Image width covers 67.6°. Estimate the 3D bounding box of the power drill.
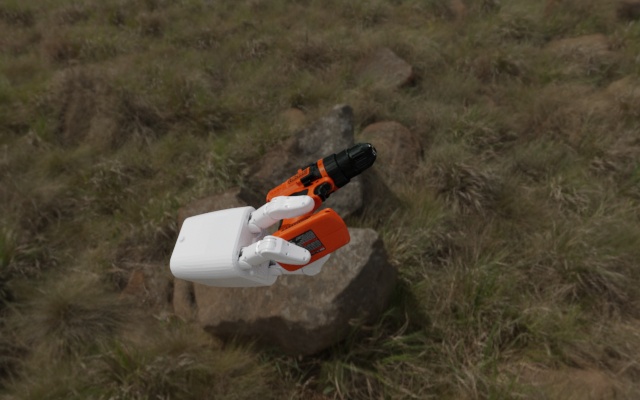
[{"bbox_3d":[0.000,0.002,0.657,0.184,0.057,0.187,-30,23,18],"label":"power drill"}]
